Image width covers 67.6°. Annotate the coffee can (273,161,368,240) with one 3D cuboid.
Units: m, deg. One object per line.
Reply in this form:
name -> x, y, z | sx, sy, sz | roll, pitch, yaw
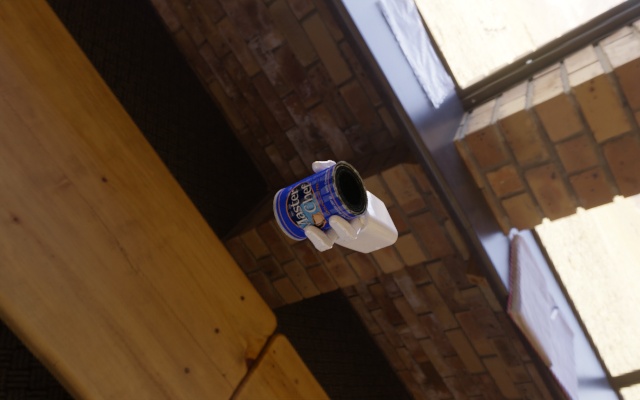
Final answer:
coffee can -> 0.000, 0.003, 0.861 | 0.140, 0.102, 0.103 | -24, -14, 33
